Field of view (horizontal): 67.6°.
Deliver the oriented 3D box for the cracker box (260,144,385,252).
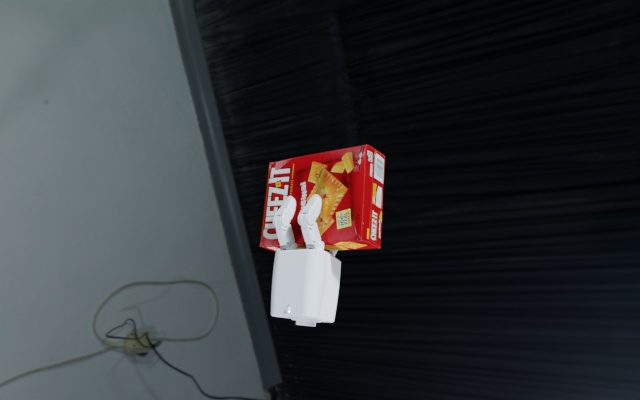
[{"bbox_3d":[0.000,0.003,0.826,0.214,0.164,0.072,-6,-20,35],"label":"cracker box"}]
